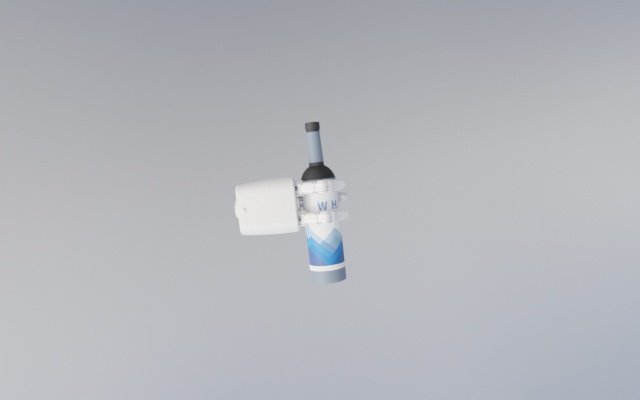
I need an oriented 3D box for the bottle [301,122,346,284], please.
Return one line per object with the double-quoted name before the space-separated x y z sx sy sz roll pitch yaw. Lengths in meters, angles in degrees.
"bottle" 0.000 0.003 0.887 0.069 0.296 0.069 -6 4 0
